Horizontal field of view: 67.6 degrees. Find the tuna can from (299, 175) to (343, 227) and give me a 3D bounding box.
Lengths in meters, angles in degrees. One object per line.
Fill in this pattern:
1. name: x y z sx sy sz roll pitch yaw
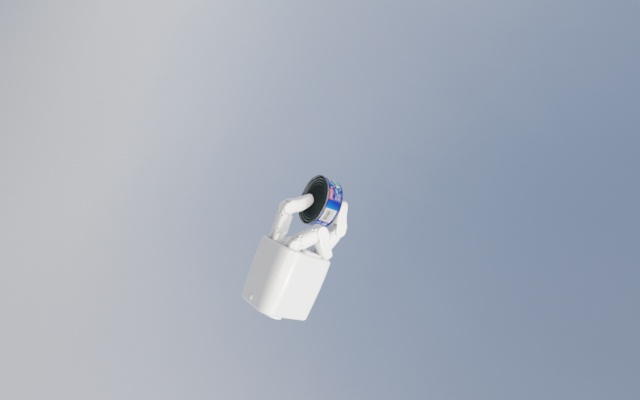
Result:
1. tuna can: 0.001 0.003 0.807 0.034 0.086 0.086 20 -11 -30
